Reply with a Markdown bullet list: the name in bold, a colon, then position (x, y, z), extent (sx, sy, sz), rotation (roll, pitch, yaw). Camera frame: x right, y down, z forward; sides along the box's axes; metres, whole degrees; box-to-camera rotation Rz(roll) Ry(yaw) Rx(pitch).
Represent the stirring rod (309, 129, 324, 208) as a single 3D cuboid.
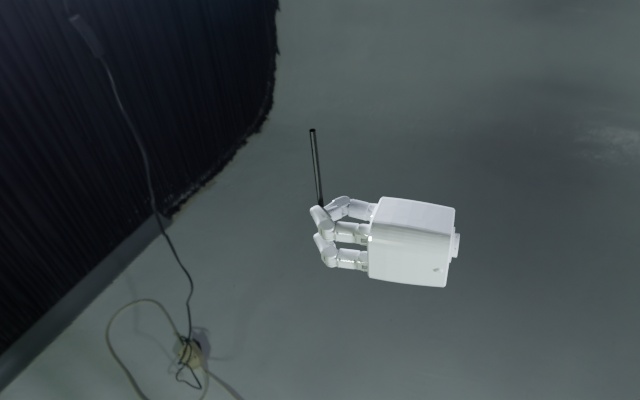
- **stirring rod**: position (0.000, 0.002, 0.670), extent (0.011, 0.240, 0.011), rotation (-4, 42, 3)
